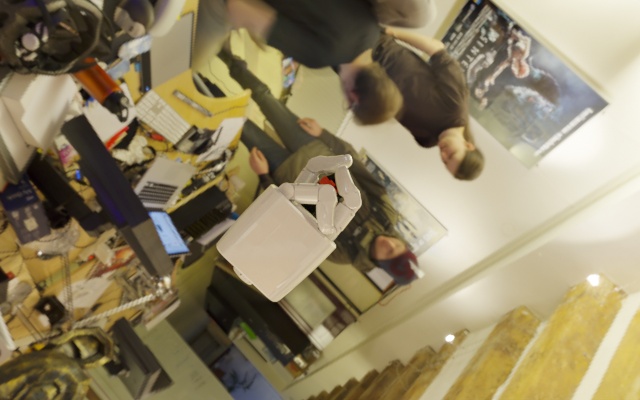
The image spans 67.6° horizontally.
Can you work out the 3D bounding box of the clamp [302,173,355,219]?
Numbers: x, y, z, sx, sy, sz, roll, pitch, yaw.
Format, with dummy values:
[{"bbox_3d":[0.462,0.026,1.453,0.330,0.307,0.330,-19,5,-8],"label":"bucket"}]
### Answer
[{"bbox_3d":[0.001,0.003,0.699,0.039,0.120,0.171,44,1,9],"label":"clamp"}]
